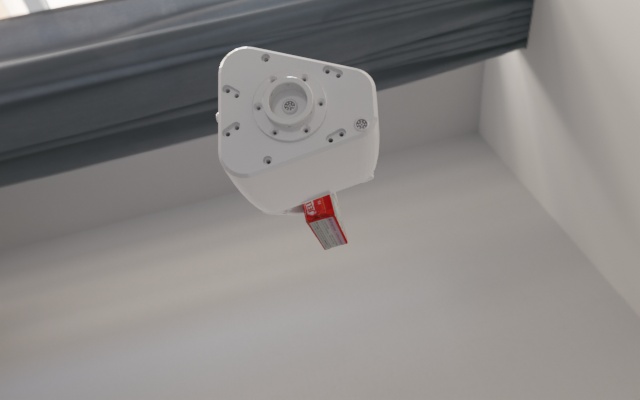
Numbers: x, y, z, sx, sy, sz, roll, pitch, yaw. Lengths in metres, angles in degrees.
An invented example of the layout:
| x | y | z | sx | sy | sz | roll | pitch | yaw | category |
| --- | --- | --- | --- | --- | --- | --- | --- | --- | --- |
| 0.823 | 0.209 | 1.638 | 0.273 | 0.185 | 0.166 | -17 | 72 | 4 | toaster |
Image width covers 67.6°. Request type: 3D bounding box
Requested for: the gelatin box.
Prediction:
| x | y | z | sx | sy | sz | roll | pitch | yaw | category |
| --- | --- | --- | --- | --- | --- | --- | --- | --- | --- |
| 0.001 | 0.002 | 0.487 | 0.030 | 0.073 | 0.089 | -16 | -25 | 6 | gelatin box |
